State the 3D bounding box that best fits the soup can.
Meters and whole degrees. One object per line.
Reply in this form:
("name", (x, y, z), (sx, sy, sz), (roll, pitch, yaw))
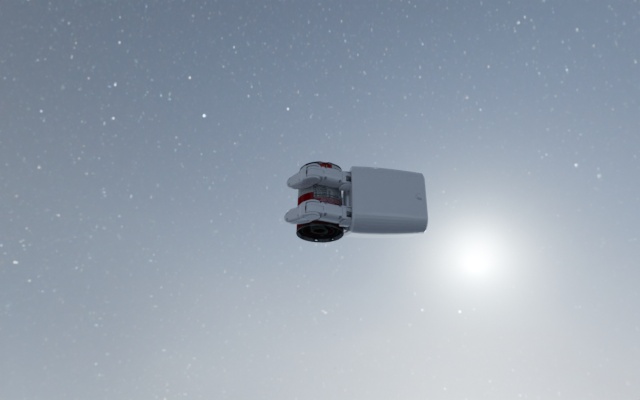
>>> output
("soup can", (0.000, 0.002, 0.697), (0.068, 0.102, 0.068), (1, -25, 0))
